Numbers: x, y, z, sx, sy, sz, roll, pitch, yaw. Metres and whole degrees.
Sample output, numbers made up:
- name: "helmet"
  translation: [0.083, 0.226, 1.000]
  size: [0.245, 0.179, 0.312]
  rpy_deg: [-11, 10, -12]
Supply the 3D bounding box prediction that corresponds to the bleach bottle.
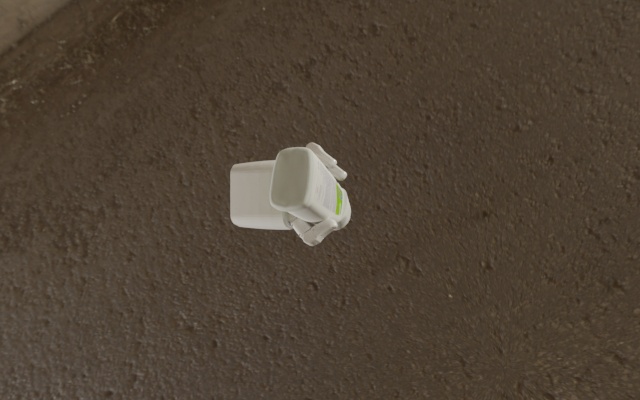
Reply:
- name: "bleach bottle"
  translation: [0.000, 0.003, 0.807]
  size: [0.068, 0.102, 0.251]
  rpy_deg: [-1, -18, 21]
